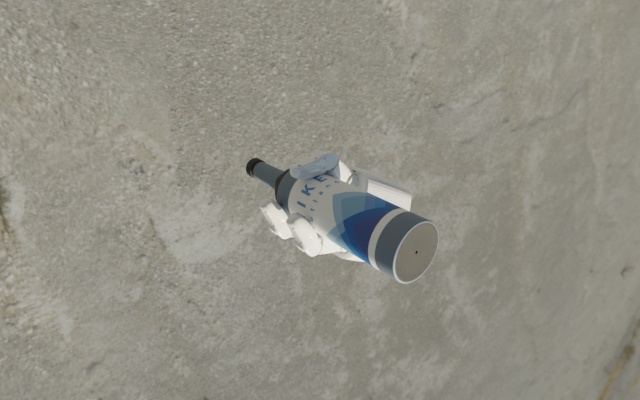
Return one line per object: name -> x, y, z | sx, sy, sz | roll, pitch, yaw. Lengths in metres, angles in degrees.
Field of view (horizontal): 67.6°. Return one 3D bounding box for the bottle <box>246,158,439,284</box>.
bottle -> 0.000, 0.002, 0.561 | 0.069, 0.069, 0.295 | 0, 19, -42
